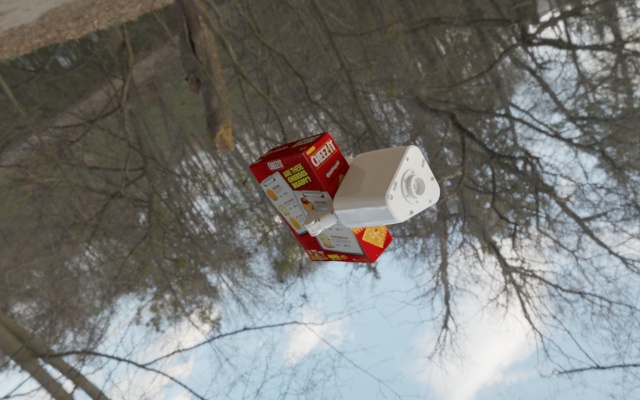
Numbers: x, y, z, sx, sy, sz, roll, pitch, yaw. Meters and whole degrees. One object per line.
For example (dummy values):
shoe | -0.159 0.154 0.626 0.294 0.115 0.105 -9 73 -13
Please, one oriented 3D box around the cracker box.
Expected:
cracker box | 0.000 0.003 0.792 0.164 0.214 0.072 -7 31 52
